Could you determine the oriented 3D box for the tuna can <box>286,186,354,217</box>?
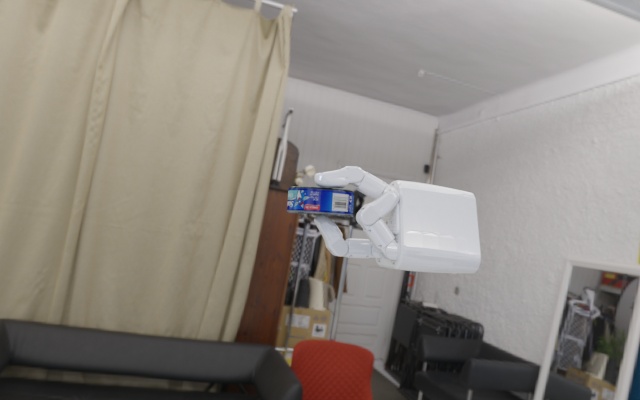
[{"bbox_3d":[0.000,0.001,0.612,0.086,0.034,0.086,4,-2,0],"label":"tuna can"}]
